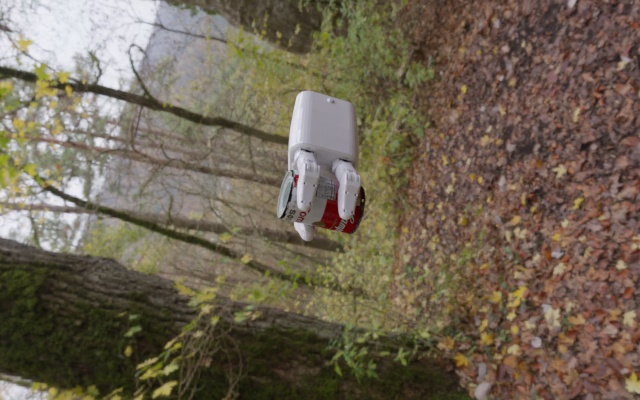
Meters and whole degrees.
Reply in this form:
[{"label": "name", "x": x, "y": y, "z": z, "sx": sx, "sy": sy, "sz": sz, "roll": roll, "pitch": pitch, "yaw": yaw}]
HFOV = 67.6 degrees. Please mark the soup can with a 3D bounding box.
[{"label": "soup can", "x": 0.000, "y": 0.003, "z": 0.636, "sx": 0.102, "sy": 0.068, "sz": 0.068, "roll": 13, "pitch": -4, "yaw": -15}]
